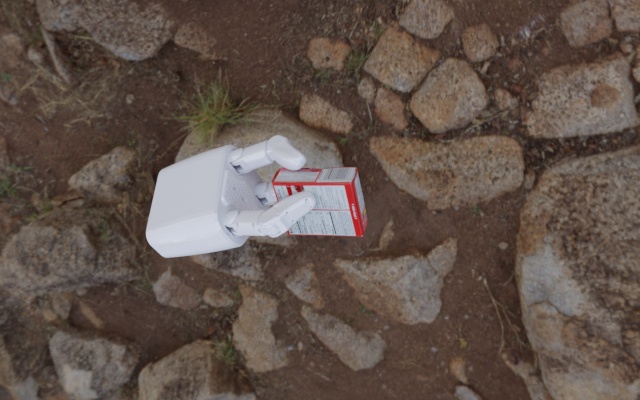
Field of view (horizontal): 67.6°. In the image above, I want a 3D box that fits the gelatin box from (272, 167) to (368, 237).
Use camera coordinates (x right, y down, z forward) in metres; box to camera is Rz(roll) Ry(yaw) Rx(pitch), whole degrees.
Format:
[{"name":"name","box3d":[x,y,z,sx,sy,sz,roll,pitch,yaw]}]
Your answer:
[{"name":"gelatin box","box3d":[0.000,0.002,0.503,0.089,0.073,0.030,0,40,20]}]
